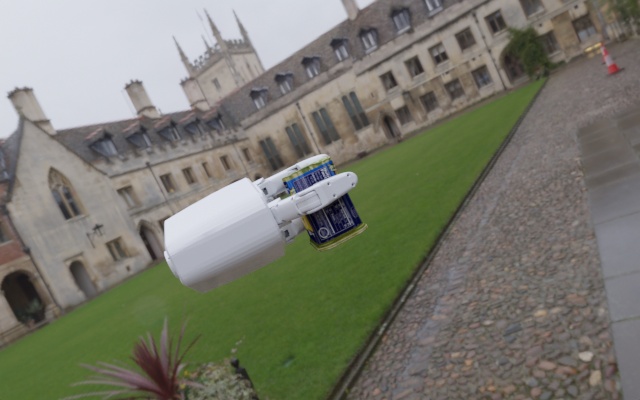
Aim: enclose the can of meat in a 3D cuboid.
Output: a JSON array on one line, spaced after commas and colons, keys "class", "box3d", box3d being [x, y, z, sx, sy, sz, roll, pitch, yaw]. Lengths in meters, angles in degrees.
[{"class": "can of meat", "box3d": [0.000, 0.001, 0.516, 0.057, 0.084, 0.102, -27, 5, -7]}]
